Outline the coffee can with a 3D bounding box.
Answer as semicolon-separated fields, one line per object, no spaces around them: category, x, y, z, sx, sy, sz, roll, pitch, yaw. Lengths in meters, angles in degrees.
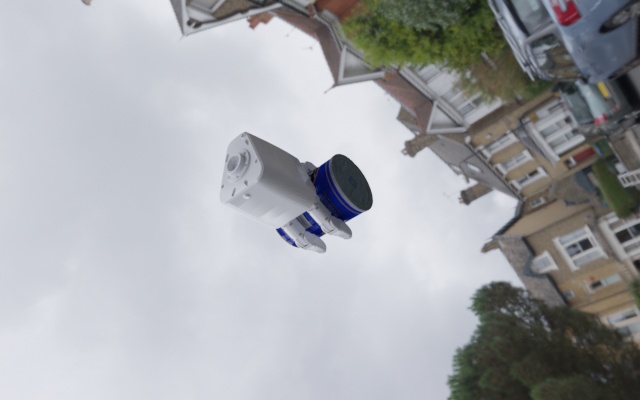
coffee can;0.000;0.003;0.783;0.140;0.102;0.103;-32;-17;29
